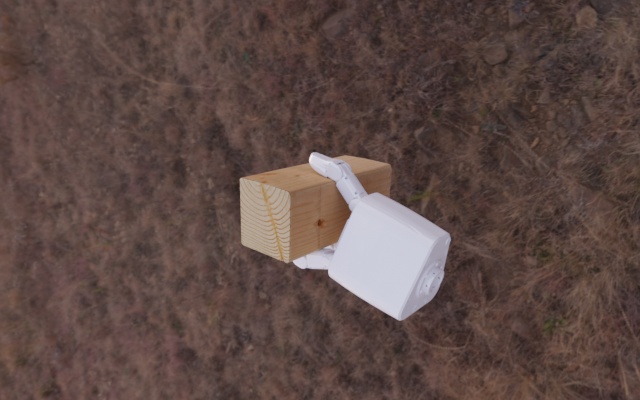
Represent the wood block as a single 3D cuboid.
[{"bbox_3d":[0.000,0.002,0.646,0.090,0.091,0.206,16,22,39],"label":"wood block"}]
